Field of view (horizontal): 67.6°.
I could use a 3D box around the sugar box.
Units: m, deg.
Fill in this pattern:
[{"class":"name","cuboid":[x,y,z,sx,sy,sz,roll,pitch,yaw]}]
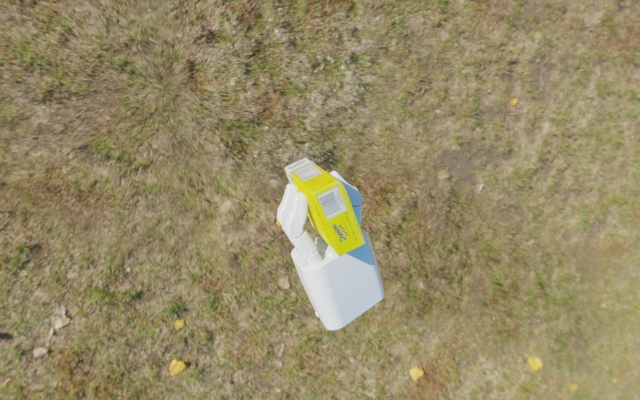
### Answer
[{"class":"sugar box","cuboid":[0.000,0.003,0.666,0.048,0.093,0.176,-26,19,-11]}]
